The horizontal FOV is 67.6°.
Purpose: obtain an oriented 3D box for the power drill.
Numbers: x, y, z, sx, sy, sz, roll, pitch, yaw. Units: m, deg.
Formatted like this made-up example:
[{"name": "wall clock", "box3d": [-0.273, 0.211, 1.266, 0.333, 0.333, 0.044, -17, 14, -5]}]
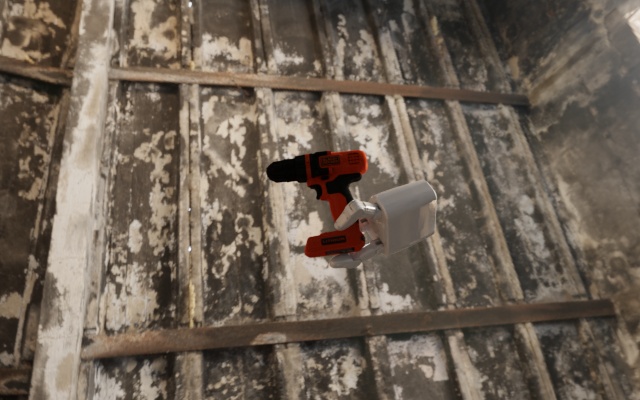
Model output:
[{"name": "power drill", "box3d": [0.000, 0.003, 0.845, 0.184, 0.187, 0.057, -7, -17, 3]}]
